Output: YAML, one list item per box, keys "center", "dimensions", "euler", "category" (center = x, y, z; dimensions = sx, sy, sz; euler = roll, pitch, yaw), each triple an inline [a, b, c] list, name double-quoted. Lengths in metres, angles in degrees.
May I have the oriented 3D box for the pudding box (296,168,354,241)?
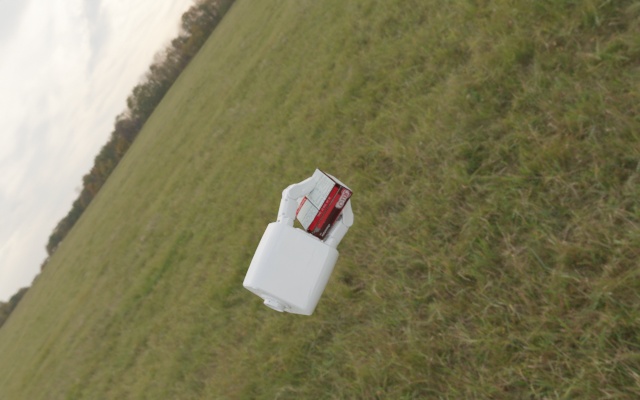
- center: [0.000, 0.002, 0.769]
  dimensions: [0.039, 0.090, 0.113]
  euler: [30, 6, -23]
  category: "pudding box"
